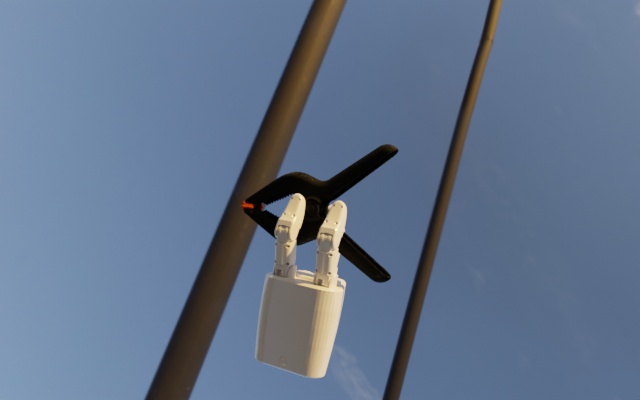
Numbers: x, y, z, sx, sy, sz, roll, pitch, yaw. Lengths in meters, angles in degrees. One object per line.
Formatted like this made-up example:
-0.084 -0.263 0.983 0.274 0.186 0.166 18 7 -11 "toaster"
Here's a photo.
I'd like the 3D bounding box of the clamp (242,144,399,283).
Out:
0.000 0.002 0.603 0.210 0.164 0.036 10 -2 23 "clamp"
